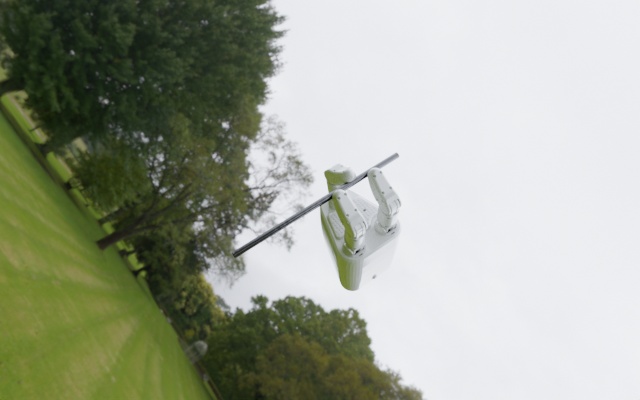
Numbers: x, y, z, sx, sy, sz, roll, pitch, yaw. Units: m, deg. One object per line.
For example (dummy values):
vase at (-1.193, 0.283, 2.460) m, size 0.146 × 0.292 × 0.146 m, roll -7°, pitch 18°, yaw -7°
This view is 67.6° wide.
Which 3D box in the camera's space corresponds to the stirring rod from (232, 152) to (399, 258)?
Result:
stirring rod at (0.000, 0.002, 0.572) m, size 0.239 × 0.011 × 0.011 m, roll -31°, pitch 10°, yaw -17°
